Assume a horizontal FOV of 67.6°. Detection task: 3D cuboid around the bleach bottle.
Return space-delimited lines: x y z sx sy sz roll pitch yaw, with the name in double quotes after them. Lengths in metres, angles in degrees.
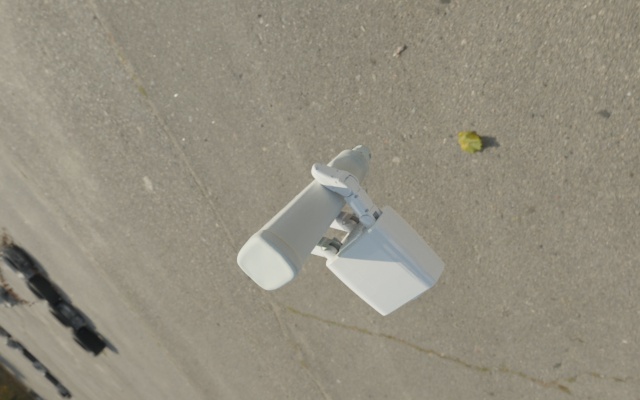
0.000 0.002 0.624 0.250 0.068 0.103 -48 4 -36 "bleach bottle"
